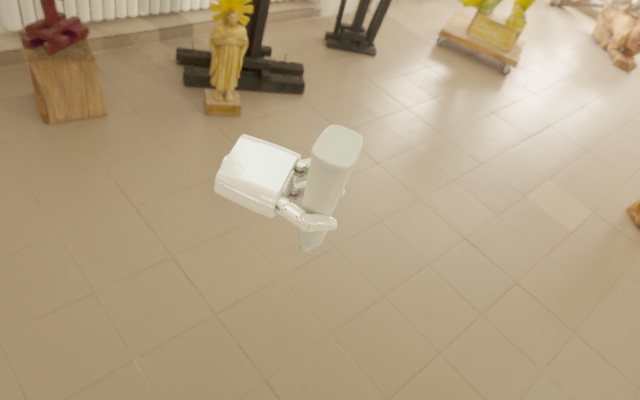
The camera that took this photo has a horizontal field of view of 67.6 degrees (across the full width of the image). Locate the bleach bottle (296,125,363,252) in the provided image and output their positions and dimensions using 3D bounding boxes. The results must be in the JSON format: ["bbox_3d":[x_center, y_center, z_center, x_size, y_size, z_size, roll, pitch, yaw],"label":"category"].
[{"bbox_3d":[0.000,0.003,0.791,0.068,0.251,0.102,23,43,5],"label":"bleach bottle"}]
